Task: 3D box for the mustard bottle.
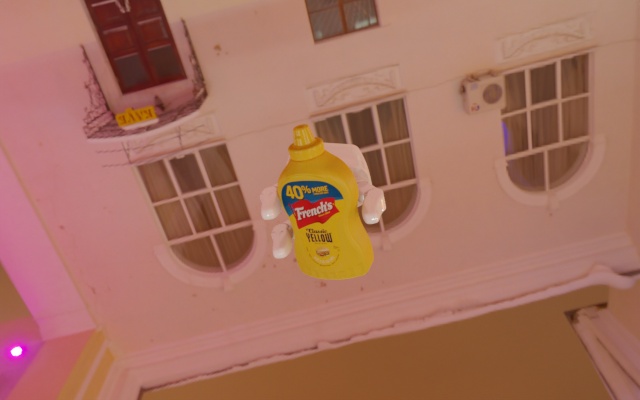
[{"bbox_3d":[0.000,0.002,0.569,0.096,0.192,0.058,-1,28,27],"label":"mustard bottle"}]
